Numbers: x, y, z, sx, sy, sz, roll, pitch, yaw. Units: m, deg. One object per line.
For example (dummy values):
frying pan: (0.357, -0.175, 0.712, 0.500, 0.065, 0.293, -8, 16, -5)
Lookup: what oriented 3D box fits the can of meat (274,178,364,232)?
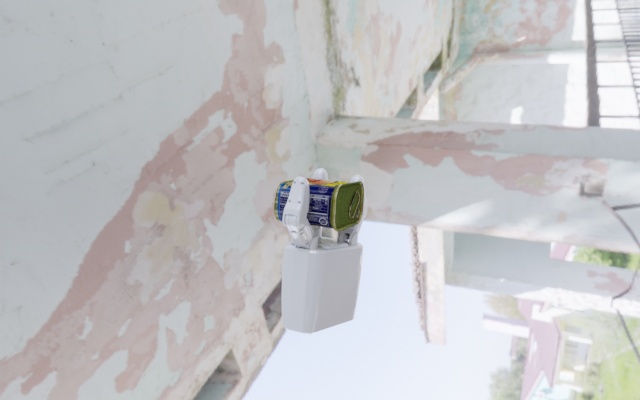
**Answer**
can of meat: (0.000, 0.002, 0.613, 0.084, 0.057, 0.102, 6, 8, 23)
